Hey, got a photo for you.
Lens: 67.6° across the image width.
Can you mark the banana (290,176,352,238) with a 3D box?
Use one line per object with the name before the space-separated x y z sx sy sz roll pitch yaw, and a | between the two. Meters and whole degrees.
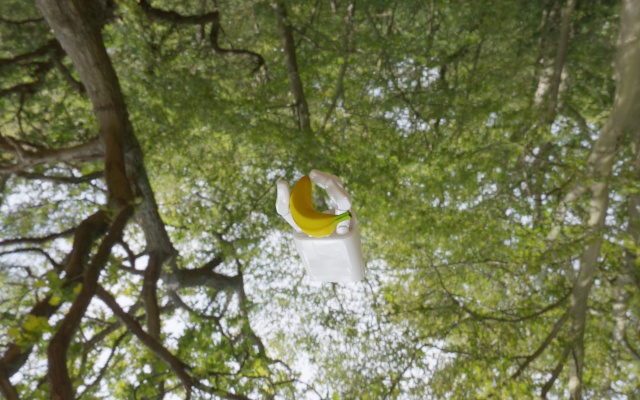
banana | -0.015 0.013 0.753 0.069 0.037 0.197 -31 28 -9
